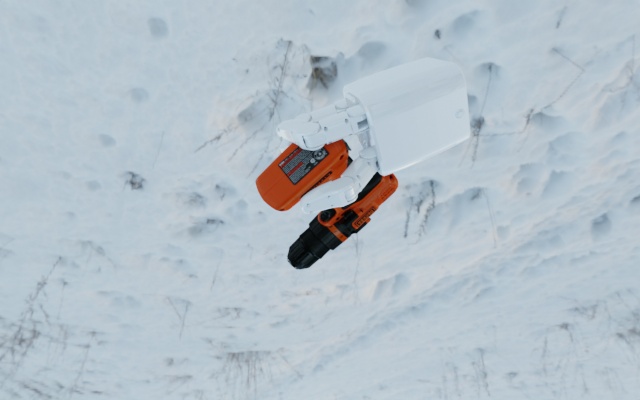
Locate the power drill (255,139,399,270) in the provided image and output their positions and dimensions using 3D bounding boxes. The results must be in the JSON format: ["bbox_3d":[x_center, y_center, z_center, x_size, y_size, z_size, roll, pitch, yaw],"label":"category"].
[{"bbox_3d":[0.000,0.002,0.581,0.057,0.184,0.188,47,4,29],"label":"power drill"}]
